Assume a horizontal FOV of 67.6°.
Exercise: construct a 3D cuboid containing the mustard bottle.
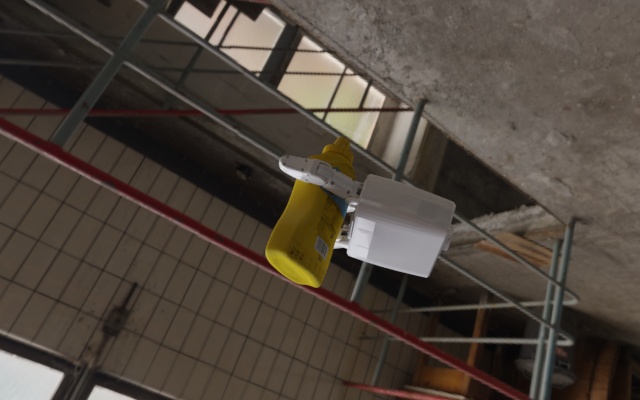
[{"bbox_3d":[0.000,0.002,0.587,0.058,0.191,0.096,5,-29,32],"label":"mustard bottle"}]
